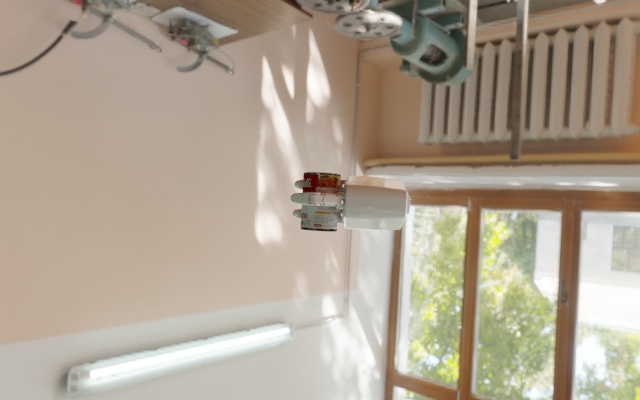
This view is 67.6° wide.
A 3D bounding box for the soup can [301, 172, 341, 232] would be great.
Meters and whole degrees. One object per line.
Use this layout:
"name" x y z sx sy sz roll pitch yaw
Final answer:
"soup can" 0.000 0.003 0.856 0.068 0.102 0.068 3 -1 0
